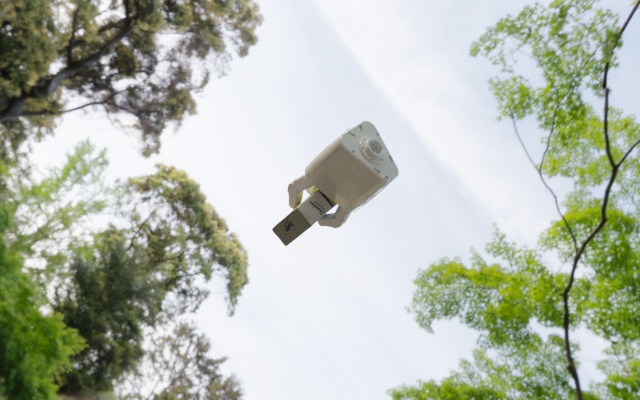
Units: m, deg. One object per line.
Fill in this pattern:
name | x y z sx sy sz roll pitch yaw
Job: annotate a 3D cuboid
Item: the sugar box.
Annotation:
sugar box | 0.000 0.002 0.835 0.176 0.048 0.093 -37 -2 -42
